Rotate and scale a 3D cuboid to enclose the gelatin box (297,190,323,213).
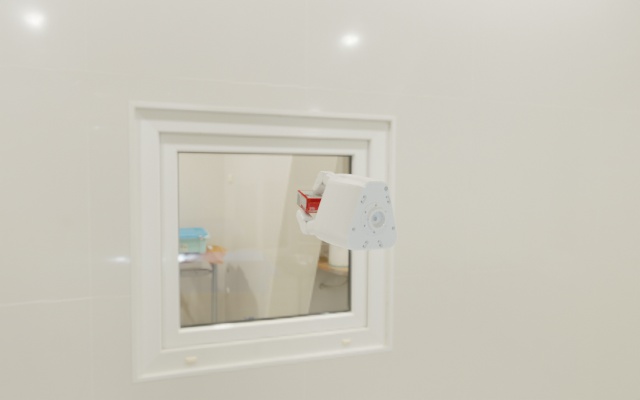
[{"bbox_3d":[0.000,0.002,0.881,0.073,0.030,0.089,2,10,-15],"label":"gelatin box"}]
